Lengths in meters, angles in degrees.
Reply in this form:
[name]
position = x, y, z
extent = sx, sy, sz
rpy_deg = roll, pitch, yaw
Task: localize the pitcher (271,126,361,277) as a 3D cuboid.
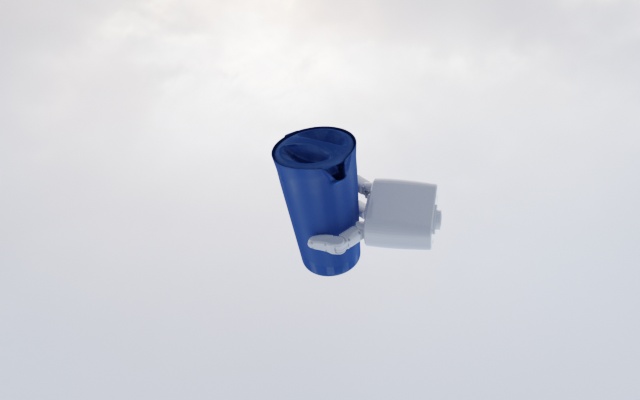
[pitcher]
position = 0.000, 0.003, 0.809
extent = 0.145, 0.243, 0.149
rpy_deg = 4, 37, 17
